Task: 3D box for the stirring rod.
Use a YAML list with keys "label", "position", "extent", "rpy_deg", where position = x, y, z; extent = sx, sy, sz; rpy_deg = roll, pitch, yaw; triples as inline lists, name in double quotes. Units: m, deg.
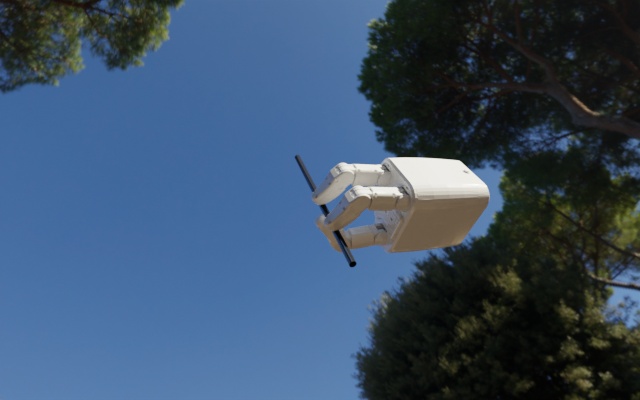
- label: "stirring rod"
  position: [0.000, 0.002, 0.588]
  extent: [0.011, 0.011, 0.239]
  rpy_deg: [0, 32, -19]
